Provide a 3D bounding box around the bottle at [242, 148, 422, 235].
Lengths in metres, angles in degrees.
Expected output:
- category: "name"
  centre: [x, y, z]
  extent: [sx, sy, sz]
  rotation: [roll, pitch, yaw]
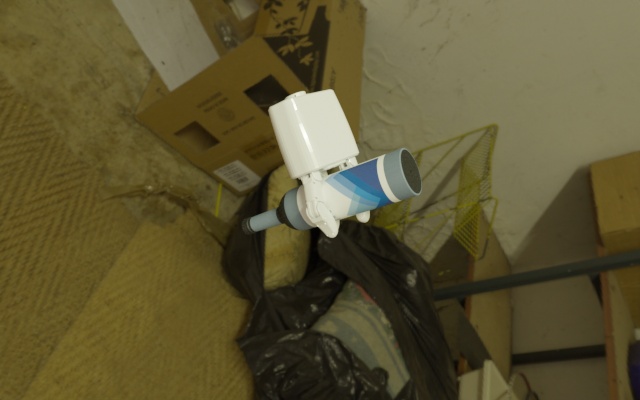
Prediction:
- category: "bottle"
  centre: [0.000, 0.002, 0.708]
  extent: [0.296, 0.069, 0.069]
  rotation: [-19, -10, 30]
